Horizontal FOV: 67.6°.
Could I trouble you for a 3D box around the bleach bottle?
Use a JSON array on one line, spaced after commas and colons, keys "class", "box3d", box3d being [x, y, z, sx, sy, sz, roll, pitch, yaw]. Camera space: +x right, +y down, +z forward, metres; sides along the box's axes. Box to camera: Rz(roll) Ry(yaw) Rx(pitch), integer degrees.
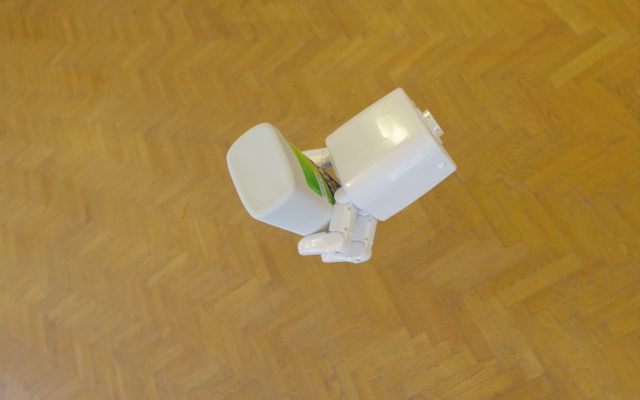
[{"class": "bleach bottle", "box3d": [0.000, 0.002, 0.574, 0.068, 0.102, 0.251, -35, -29, 17]}]
